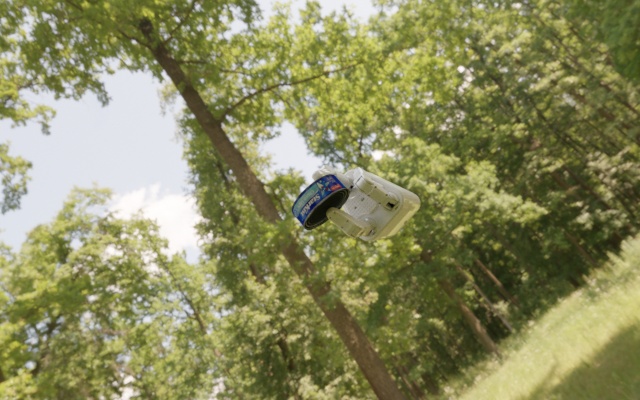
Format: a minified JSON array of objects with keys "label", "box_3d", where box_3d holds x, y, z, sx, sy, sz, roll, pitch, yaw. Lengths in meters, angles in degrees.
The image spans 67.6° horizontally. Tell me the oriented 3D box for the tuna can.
[{"label":"tuna can","box_3d":[0.000,0.002,0.695,0.086,0.033,0.086,-37,-19,-15]}]
